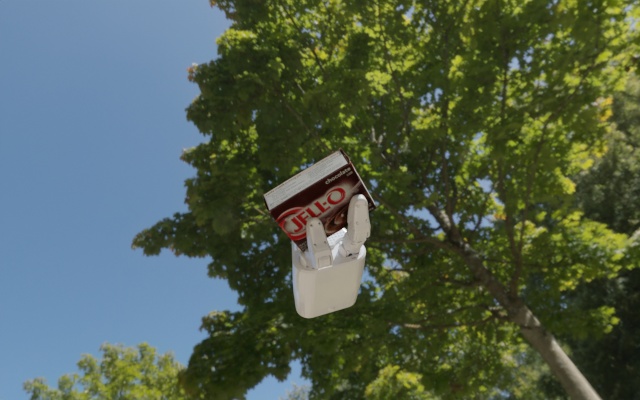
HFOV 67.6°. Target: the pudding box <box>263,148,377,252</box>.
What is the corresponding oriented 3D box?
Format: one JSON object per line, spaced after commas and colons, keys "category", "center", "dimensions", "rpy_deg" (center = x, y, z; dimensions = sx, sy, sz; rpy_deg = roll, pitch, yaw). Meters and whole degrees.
{"category": "pudding box", "center": [0.000, 0.002, 0.579], "dimensions": [0.113, 0.039, 0.090], "rpy_deg": [-33, -45, 3]}
